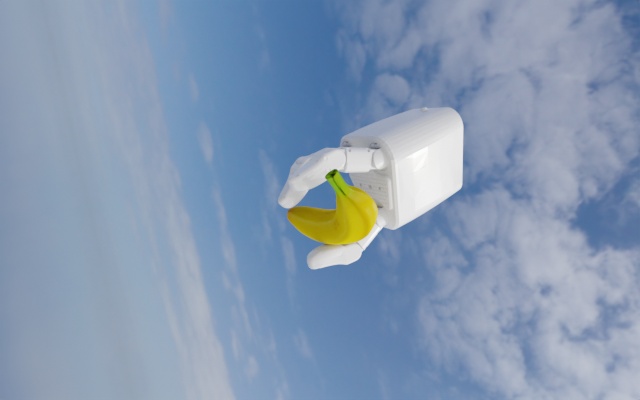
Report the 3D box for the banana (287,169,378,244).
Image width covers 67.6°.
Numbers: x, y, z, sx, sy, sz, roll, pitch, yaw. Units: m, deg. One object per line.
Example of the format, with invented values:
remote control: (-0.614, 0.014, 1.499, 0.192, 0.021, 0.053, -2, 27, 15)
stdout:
banana: (0.013, 0.015, 0.481, 0.037, 0.069, 0.198, -39, 0, -20)
